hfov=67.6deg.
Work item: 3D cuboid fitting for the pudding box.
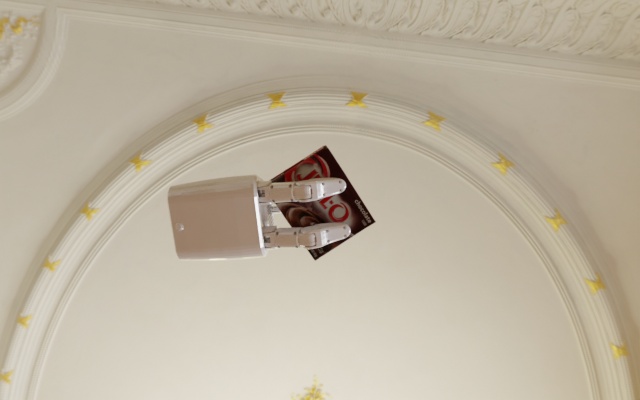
[{"bbox_3d":[0.000,0.002,0.587,0.090,0.113,0.039,-33,10,6],"label":"pudding box"}]
